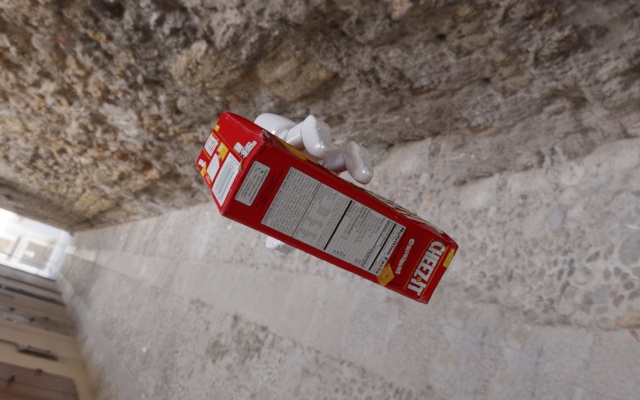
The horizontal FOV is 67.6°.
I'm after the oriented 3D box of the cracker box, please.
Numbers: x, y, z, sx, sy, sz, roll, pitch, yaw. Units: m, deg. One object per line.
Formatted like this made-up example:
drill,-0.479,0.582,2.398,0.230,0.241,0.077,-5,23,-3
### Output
cracker box,0.000,0.002,0.455,0.214,0.072,0.164,26,6,-26
